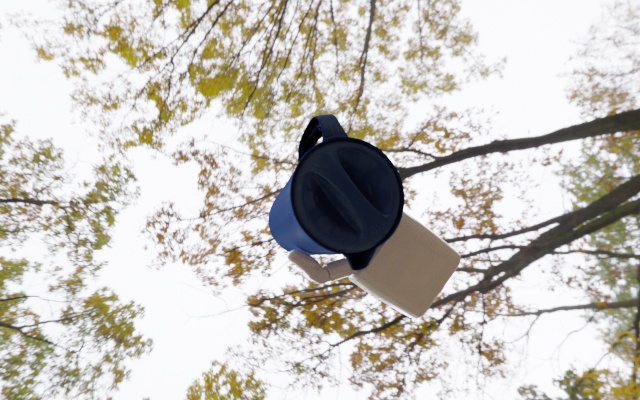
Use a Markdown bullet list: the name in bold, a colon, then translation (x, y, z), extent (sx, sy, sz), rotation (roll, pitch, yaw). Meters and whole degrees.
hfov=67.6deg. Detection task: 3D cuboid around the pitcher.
- **pitcher**: translation (0.000, 0.002, 0.635), extent (0.145, 0.149, 0.243), rotation (34, -17, -8)
